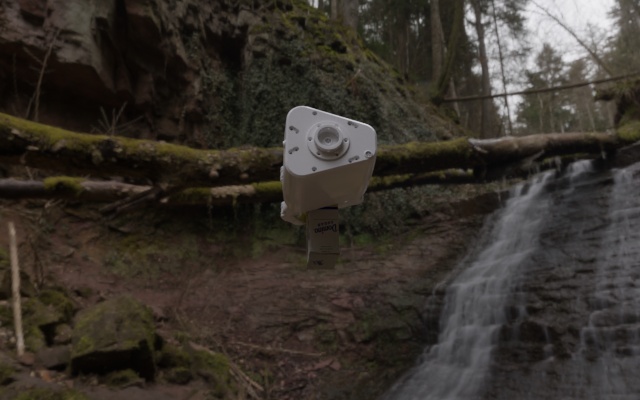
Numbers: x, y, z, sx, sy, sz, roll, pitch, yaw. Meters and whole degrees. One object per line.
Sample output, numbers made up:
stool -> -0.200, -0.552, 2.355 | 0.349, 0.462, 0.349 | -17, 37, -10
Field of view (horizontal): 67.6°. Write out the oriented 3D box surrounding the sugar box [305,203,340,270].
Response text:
sugar box -> 0.000, 0.002, 0.674 | 0.048, 0.176, 0.093 | 2, -21, -3
